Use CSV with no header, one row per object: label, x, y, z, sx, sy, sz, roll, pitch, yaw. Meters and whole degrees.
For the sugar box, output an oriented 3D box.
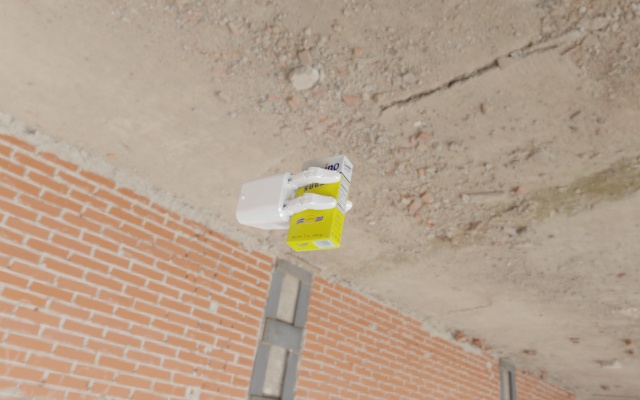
sugar box,0.000,0.003,0.872,0.093,0.176,0.048,-8,-32,28
